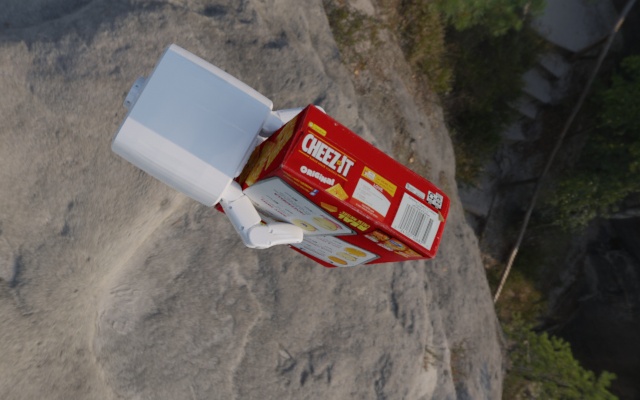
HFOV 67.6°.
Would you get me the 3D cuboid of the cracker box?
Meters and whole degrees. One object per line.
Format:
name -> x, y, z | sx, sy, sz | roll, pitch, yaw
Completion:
cracker box -> 0.000, 0.002, 0.495 | 0.164, 0.072, 0.214 | 30, -21, -18
